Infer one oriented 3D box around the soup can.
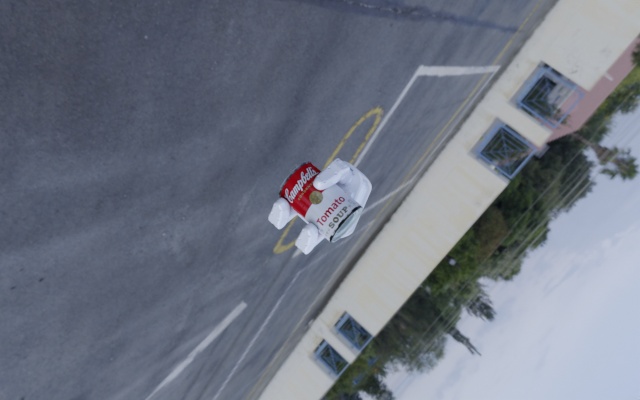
[{"bbox_3d":[0.000,0.002,0.669,0.102,0.068,0.068,41,12,14],"label":"soup can"}]
